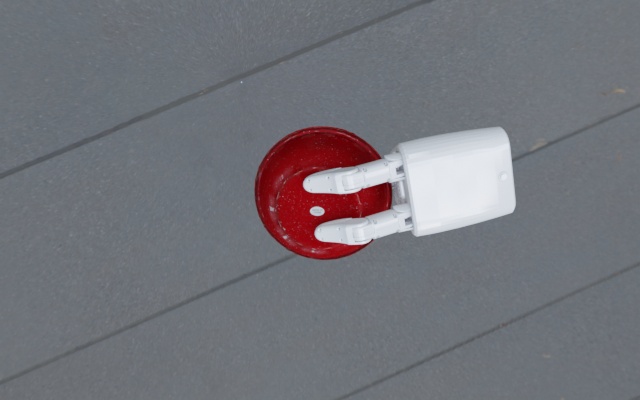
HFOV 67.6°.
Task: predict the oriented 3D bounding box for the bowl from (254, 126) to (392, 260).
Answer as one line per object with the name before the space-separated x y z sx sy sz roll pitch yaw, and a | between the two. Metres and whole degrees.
bowl | -0.001 0.002 0.531 0.162 0.162 0.055 0 17 6
